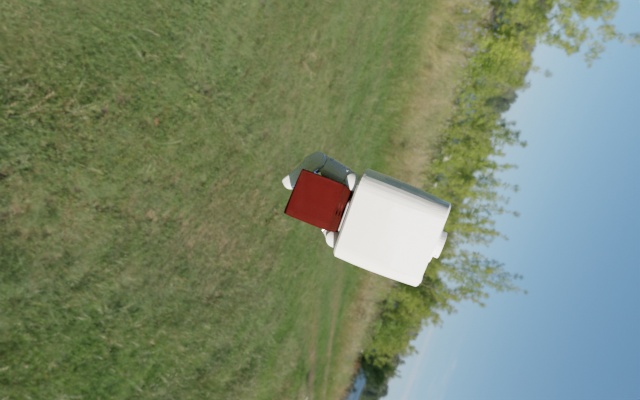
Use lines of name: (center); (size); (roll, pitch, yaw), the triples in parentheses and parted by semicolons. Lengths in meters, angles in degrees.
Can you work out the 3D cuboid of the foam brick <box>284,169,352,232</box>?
foam brick: (0.000, 0.002, 0.531); (0.051, 0.053, 0.078); (22, 0, 11)
